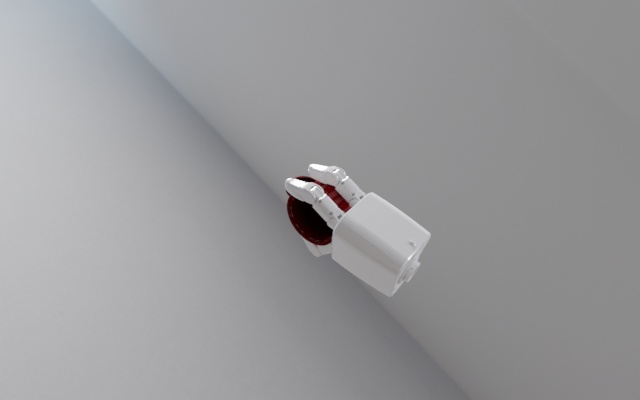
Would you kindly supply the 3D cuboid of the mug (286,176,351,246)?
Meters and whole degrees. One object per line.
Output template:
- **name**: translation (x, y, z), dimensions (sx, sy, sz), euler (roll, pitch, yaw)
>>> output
- **mug**: translation (-0.001, 0.002, 0.738), dimensions (0.117, 0.093, 0.081), euler (36, 47, 19)
